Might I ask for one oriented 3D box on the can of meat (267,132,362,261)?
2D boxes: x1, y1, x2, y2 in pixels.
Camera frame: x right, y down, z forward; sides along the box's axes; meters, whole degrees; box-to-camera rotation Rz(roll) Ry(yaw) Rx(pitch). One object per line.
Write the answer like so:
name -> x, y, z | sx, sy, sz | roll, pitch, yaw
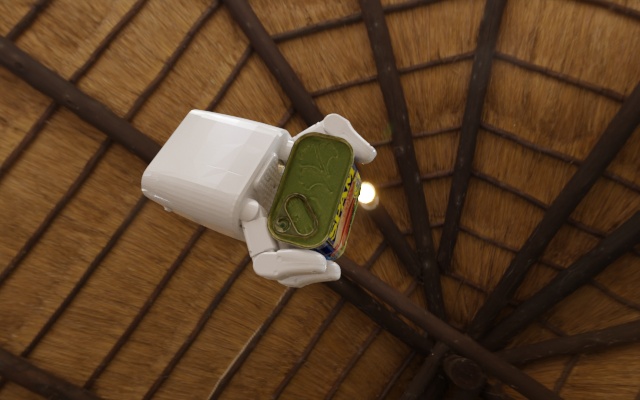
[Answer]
can of meat -> 0.000, 0.001, 0.443 | 0.057, 0.102, 0.084 | 14, -14, 17
